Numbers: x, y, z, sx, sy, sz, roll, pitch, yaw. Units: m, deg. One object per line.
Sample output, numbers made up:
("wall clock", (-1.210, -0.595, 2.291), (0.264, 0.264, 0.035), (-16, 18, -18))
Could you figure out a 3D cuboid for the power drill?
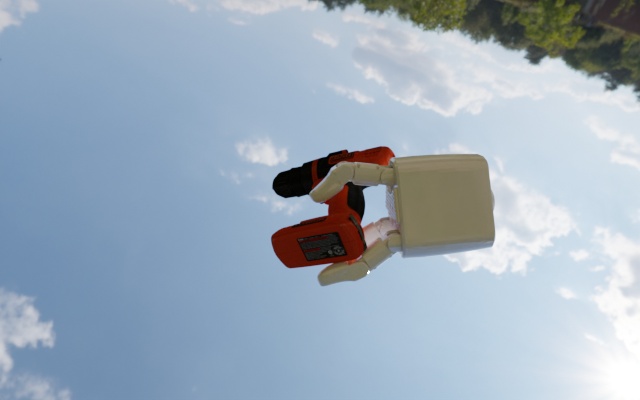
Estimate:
("power drill", (0.000, 0.002, 0.610), (0.184, 0.057, 0.187), (-13, 32, 24))
